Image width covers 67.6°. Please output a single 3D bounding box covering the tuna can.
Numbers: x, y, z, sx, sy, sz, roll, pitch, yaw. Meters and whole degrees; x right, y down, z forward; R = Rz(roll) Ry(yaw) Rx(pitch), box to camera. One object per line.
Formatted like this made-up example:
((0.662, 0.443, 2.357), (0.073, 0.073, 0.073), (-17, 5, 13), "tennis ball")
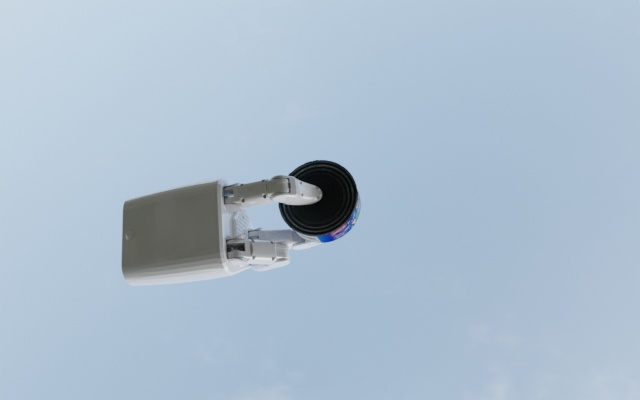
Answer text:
((0.000, 0.002, 0.516), (0.086, 0.086, 0.034), (0, -20, 14), "tuna can")
